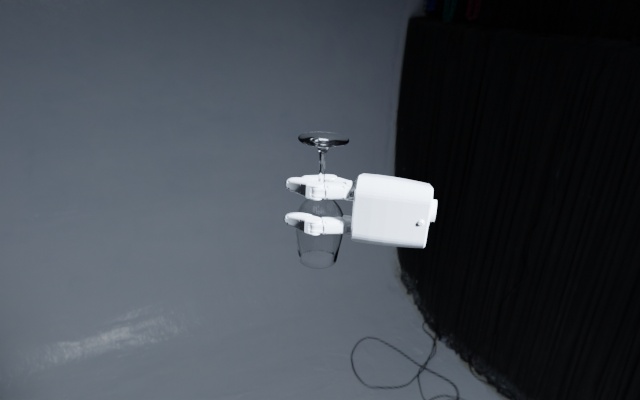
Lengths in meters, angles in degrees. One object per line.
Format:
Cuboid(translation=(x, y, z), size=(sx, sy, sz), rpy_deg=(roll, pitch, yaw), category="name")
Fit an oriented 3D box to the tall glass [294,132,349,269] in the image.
Cuboid(translation=(0.000, 0.002, 0.727), size=(0.079, 0.201, 0.079), rpy_deg=(3, 23, -1), category="tall glass")
